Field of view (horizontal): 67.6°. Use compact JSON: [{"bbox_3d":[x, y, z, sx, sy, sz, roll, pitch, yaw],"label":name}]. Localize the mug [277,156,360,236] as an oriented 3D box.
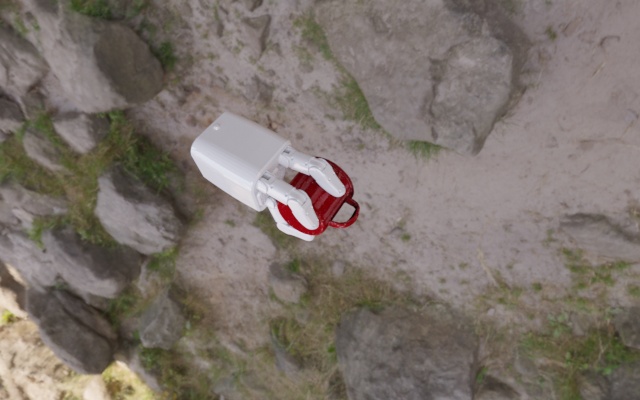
[{"bbox_3d":[0.001,0.003,0.694,0.117,0.081,0.093,28,-33,12],"label":"mug"}]
